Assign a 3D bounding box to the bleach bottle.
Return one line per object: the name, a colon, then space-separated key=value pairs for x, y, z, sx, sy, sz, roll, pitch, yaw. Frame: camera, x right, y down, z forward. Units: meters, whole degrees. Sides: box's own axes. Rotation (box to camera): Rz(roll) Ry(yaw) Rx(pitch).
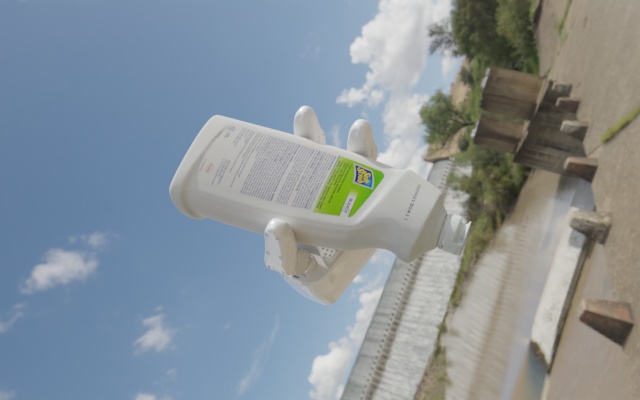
bleach bottle: x=0.000 y=0.001 z=0.419 sx=0.251 sy=0.102 sz=0.068 roll=18 pitch=-20 yaw=18
